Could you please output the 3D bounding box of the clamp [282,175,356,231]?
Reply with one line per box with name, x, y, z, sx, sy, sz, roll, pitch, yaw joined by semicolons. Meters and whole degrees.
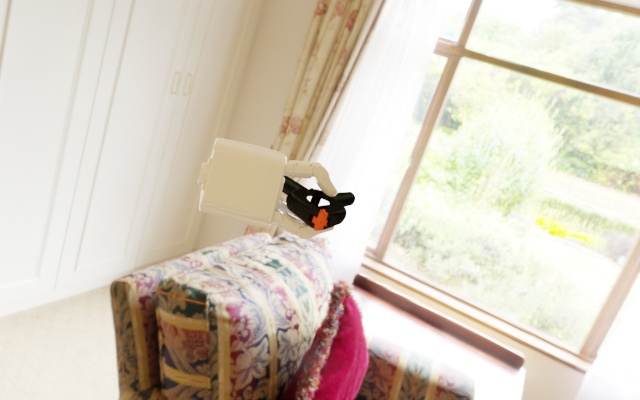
clamp;0.000;0.002;0.760;0.164;0.036;0.210;14;15;-16
